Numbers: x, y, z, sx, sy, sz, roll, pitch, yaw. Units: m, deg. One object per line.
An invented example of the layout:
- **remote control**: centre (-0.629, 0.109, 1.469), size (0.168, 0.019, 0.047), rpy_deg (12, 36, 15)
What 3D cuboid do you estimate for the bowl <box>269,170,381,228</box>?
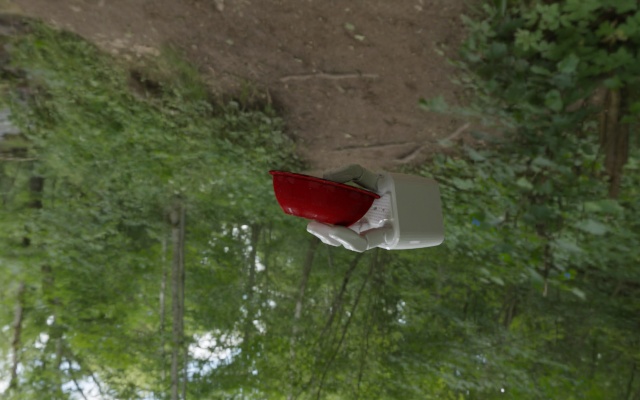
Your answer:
- **bowl**: centre (-0.001, 0.002, 0.673), size (0.162, 0.055, 0.162), rpy_deg (13, -2, 1)
